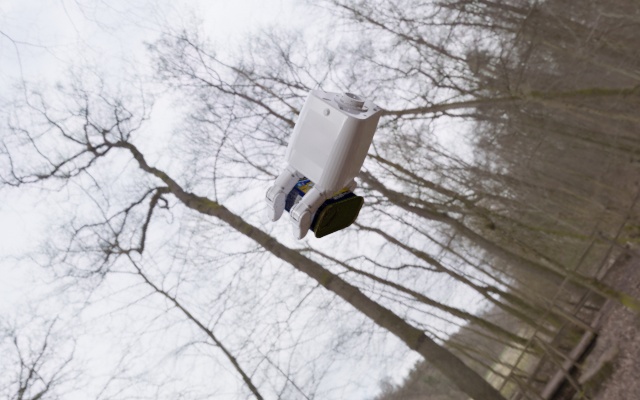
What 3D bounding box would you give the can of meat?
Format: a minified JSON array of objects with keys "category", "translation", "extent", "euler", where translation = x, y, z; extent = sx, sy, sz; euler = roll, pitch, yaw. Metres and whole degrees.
[{"category":"can of meat","translation":[0.000,0.002,0.710],"extent":[0.084,0.057,0.102],"euler":[37,33,27]}]
